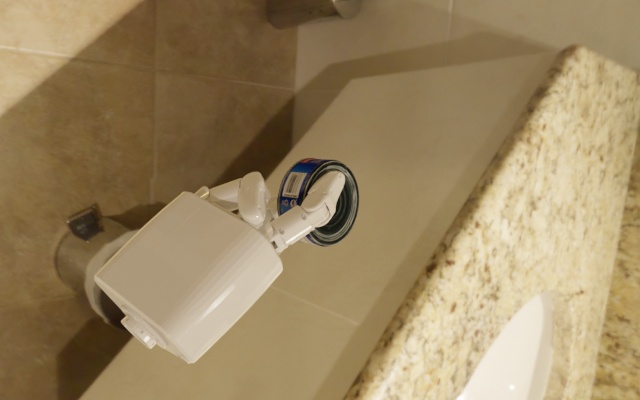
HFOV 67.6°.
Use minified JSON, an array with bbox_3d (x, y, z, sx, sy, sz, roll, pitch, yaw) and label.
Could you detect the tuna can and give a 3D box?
[{"bbox_3d":[0.001,0.002,0.468,0.034,0.086,0.086,7,5,42],"label":"tuna can"}]
